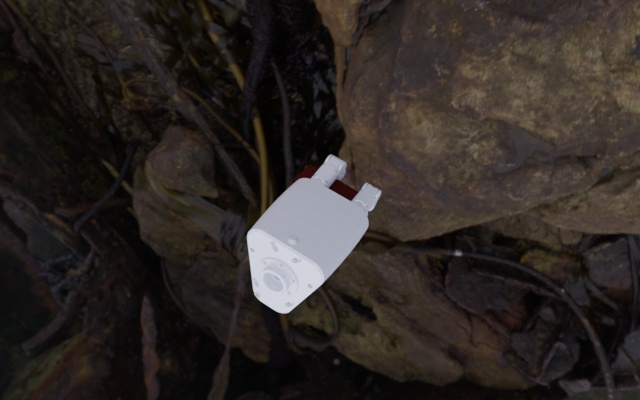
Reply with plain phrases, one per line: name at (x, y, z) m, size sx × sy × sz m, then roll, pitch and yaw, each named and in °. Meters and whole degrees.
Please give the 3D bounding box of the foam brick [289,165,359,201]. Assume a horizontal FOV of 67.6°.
foam brick at (0.000, 0.002, 0.598) m, size 0.078 × 0.053 × 0.051 m, roll 30°, pitch 39°, yaw 12°
